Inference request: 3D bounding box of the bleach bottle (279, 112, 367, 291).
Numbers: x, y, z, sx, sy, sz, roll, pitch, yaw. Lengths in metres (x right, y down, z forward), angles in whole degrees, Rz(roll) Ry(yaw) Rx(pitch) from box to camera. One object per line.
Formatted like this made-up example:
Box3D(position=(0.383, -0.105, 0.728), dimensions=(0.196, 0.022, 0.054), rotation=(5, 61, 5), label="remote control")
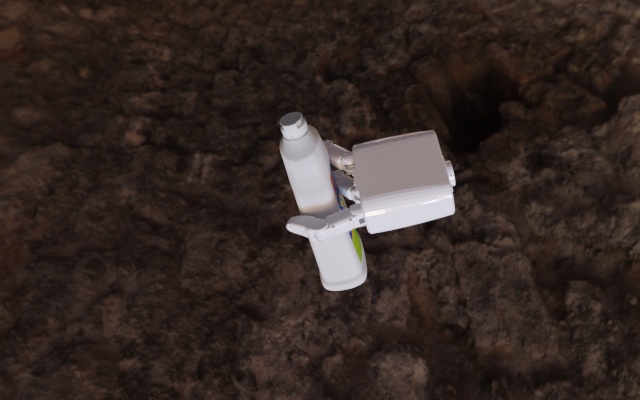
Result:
Box3D(position=(0.000, 0.002, 0.624), dimensions=(0.068, 0.251, 0.102), rotation=(-14, 40, 9), label="bleach bottle")
